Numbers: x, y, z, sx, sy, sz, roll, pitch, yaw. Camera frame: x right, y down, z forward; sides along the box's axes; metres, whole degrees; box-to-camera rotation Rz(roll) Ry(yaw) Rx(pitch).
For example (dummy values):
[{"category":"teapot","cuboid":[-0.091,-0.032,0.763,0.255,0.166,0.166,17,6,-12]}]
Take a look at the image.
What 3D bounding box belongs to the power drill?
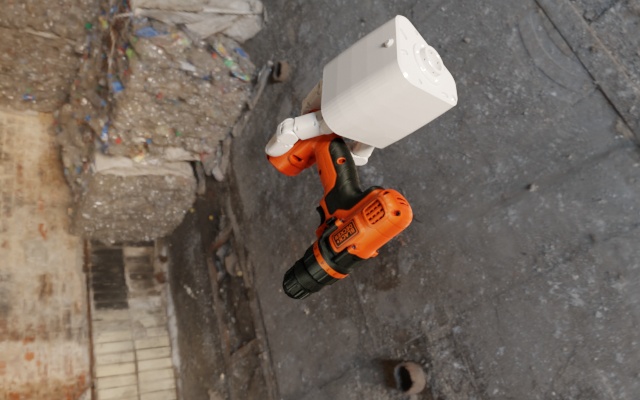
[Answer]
[{"category":"power drill","cuboid":[0.000,0.001,0.564,0.184,0.187,0.057,-40,-32,26]}]
